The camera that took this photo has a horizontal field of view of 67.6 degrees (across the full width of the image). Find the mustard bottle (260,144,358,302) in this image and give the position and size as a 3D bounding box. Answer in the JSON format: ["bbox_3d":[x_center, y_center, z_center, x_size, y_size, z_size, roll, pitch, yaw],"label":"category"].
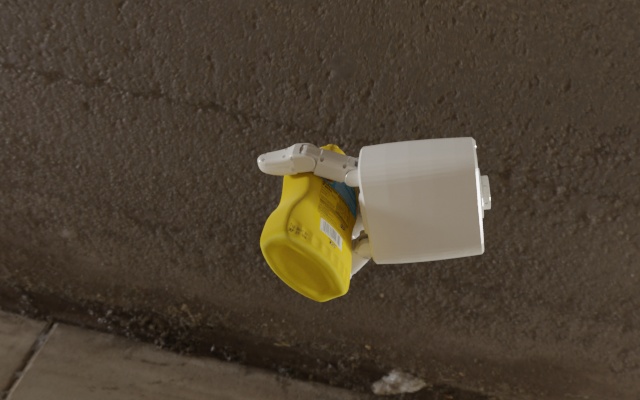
[{"bbox_3d":[0.000,0.002,0.493,0.058,0.191,0.096,-28,-60,31],"label":"mustard bottle"}]
